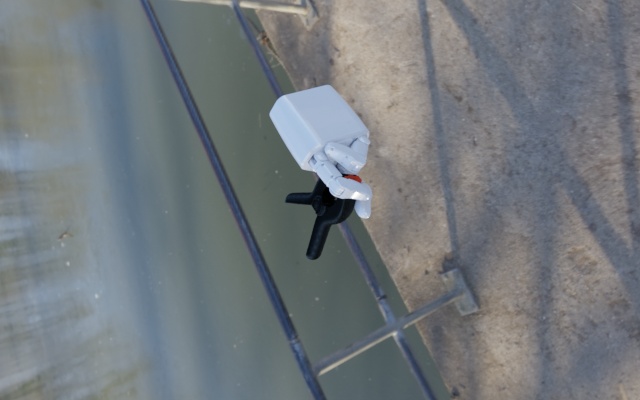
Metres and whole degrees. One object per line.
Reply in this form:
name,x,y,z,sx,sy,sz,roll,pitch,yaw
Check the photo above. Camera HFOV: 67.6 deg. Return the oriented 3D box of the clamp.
clamp,0.000,0.003,0.751,0.039,0.120,0.171,-11,-31,-44
